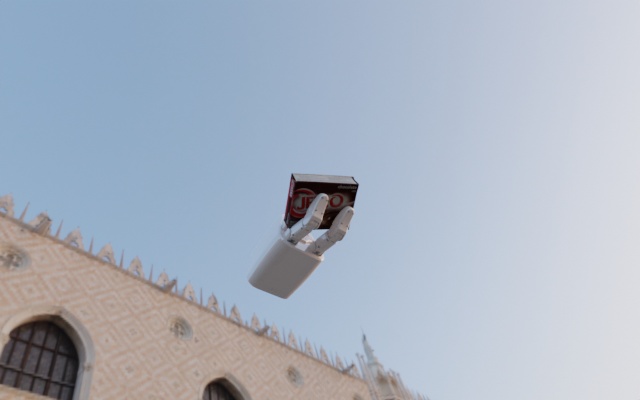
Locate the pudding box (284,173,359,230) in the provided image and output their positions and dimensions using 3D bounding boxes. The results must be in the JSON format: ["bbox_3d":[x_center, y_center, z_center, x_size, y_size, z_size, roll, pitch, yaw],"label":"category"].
[{"bbox_3d":[0.000,0.003,0.803,0.113,0.090,0.039,1,29,-19],"label":"pudding box"}]
